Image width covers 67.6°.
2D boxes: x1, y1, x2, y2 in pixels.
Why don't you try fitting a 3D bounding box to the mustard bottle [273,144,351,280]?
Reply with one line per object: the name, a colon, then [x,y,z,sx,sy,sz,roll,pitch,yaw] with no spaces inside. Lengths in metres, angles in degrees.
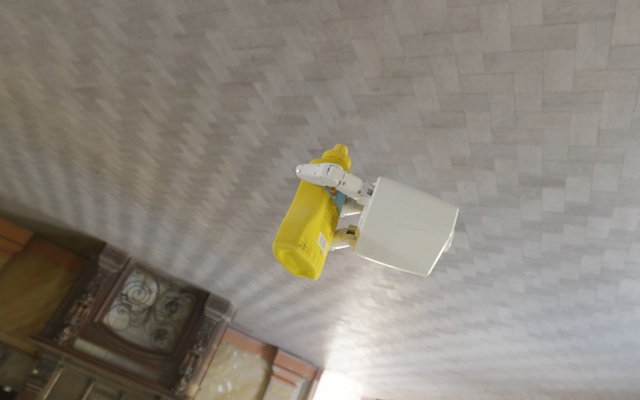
mustard bottle: [0.000,0.002,0.641,0.058,0.191,0.096,8,-31,25]
